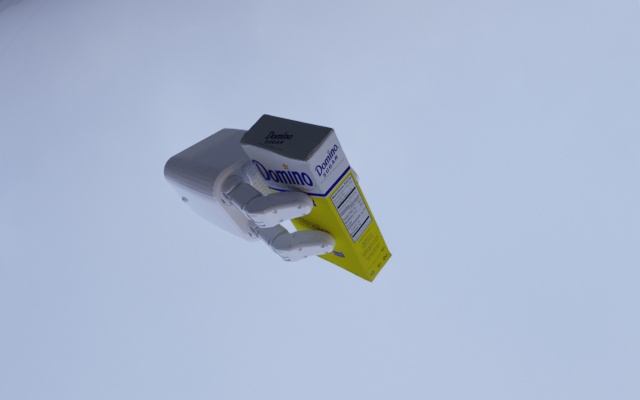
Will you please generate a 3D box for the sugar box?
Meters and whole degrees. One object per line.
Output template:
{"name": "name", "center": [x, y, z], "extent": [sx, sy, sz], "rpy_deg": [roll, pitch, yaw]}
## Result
{"name": "sugar box", "center": [0.000, 0.002, 0.463], "extent": [0.093, 0.048, 0.176], "rpy_deg": [19, -27, 42]}
